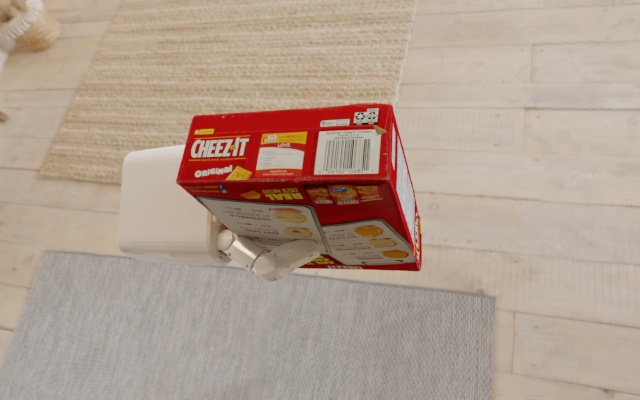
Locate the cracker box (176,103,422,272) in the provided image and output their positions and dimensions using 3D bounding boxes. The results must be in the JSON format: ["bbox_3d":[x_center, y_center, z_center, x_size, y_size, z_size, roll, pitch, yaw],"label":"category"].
[{"bbox_3d":[0.000,0.002,0.436,0.164,0.072,0.214,-1,-24,17],"label":"cracker box"}]
